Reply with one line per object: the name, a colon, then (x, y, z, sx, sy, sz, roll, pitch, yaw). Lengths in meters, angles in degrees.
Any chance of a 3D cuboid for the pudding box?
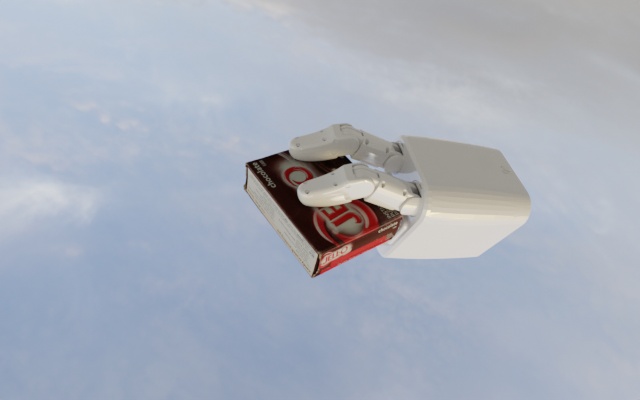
pudding box: (0.000, 0.001, 0.411, 0.090, 0.039, 0.113, -21, 54, -33)
